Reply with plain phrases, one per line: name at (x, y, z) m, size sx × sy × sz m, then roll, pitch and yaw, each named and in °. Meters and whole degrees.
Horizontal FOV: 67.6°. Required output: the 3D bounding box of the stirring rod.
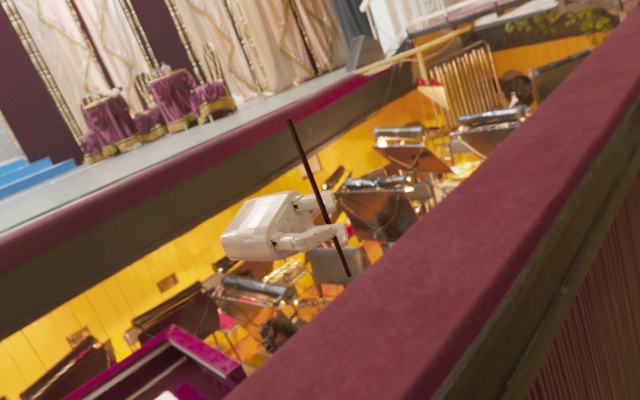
stirring rod at (0.000, 0.002, 0.657) m, size 0.011 × 0.239 × 0.011 m, roll -19°, pitch 17°, yaw 6°
